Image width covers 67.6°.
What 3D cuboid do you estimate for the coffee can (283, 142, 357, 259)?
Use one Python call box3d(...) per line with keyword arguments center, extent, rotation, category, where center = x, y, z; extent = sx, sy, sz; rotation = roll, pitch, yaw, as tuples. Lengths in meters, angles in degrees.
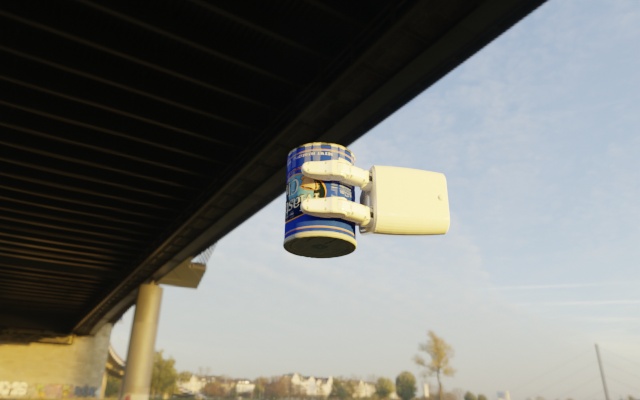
box3d(center=(0.000, 0.002, 0.691), extent=(0.103, 0.140, 0.103), rotation=(1, -23, 0), category="coffee can")
